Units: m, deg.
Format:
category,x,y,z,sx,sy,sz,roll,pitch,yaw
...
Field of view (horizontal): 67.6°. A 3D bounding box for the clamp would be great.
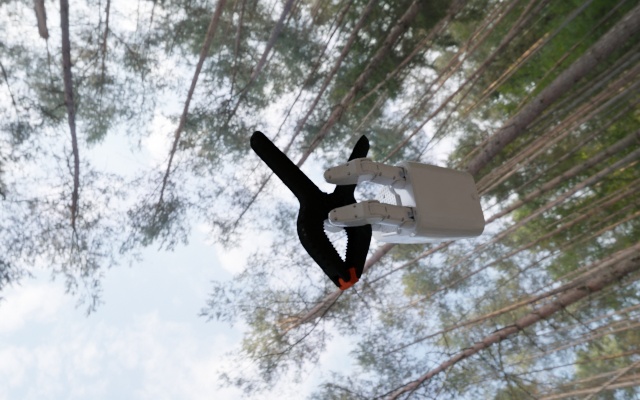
category,x,y,z,sx,sy,sz,roll,pitch,yaw
clamp,0.000,0.003,0.571,0.164,0.210,0.036,4,-28,-23
